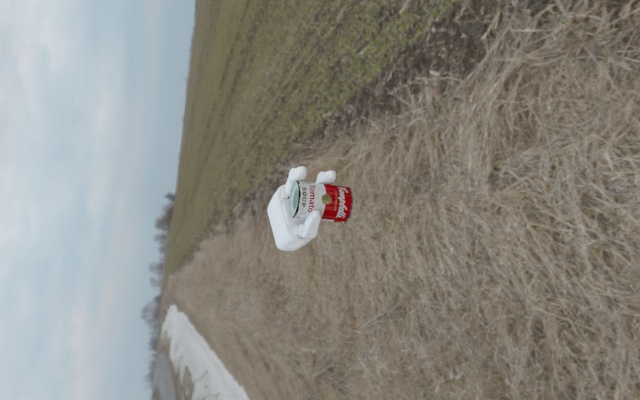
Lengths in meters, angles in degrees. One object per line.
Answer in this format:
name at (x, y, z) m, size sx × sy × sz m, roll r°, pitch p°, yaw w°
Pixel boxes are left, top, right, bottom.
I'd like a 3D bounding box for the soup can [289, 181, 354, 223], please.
soup can at (0.000, 0.003, 0.860) m, size 0.102 × 0.068 × 0.068 m, roll 7°, pitch -2°, yaw -17°
